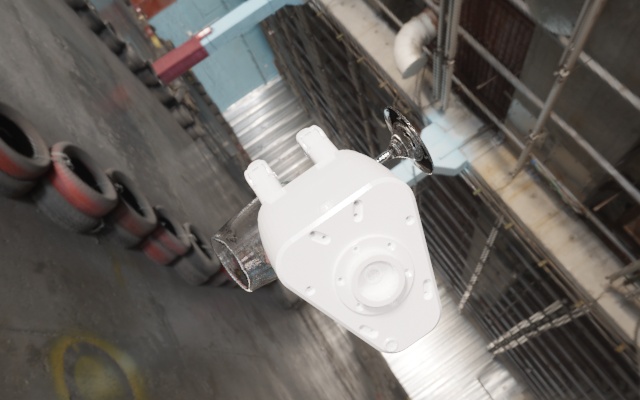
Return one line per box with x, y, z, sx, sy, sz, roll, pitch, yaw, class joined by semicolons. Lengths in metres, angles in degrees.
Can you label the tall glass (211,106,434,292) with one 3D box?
0.001;0.001;0.437;0.201;0.079;0.079;-35;1;-1;tall glass
